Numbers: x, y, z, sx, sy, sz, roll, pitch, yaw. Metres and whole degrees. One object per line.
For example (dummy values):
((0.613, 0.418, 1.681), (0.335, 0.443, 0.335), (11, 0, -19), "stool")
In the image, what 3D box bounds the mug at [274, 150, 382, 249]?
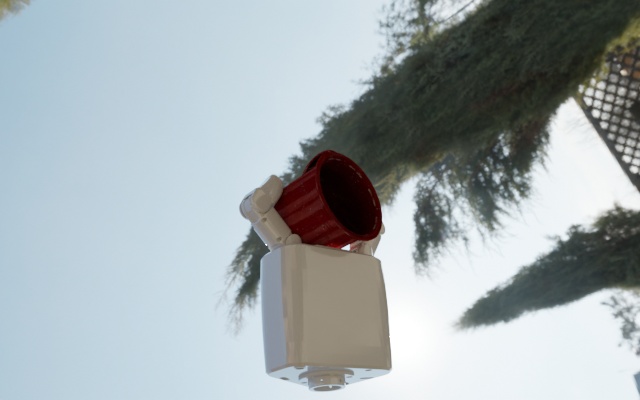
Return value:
((0.000, 0.000, 0.480), (0.093, 0.117, 0.081), (25, -43, -38), "mug")
